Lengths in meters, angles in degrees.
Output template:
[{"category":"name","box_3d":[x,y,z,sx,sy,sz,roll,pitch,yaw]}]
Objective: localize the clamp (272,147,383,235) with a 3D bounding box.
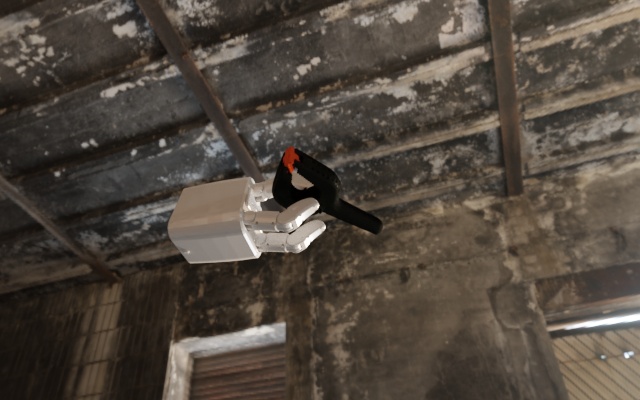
[{"category":"clamp","box_3d":[0.000,0.001,0.675,0.164,0.036,0.210,-7,-37,7]}]
